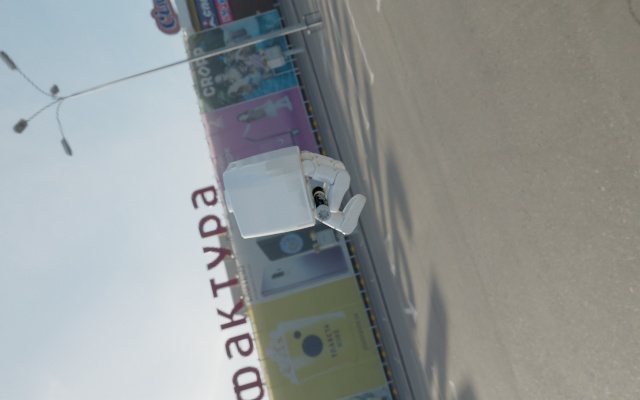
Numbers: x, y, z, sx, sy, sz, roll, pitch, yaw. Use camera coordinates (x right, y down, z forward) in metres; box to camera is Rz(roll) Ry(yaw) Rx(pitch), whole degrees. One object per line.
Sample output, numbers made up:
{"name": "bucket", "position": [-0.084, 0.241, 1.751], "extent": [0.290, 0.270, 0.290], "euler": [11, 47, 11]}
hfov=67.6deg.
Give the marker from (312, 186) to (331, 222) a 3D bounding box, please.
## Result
{"name": "marker", "position": [0.000, 0.002, 0.663], "extent": [0.020, 0.020, 0.121], "euler": [0, 15, -4]}
